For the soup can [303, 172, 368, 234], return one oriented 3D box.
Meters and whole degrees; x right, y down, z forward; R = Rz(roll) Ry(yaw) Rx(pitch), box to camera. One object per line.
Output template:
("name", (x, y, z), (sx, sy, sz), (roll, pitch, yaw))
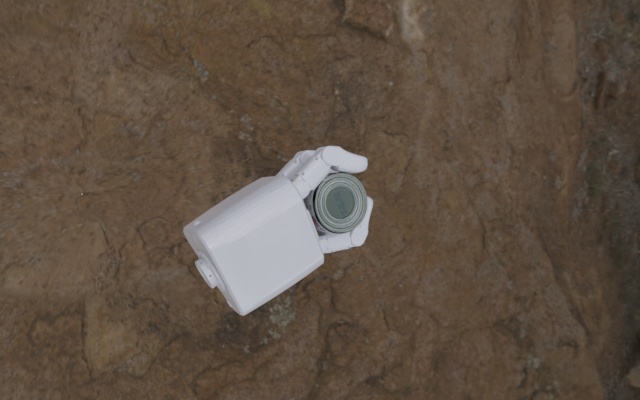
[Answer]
("soup can", (0.001, 0.002, 0.552), (0.068, 0.068, 0.102), (0, 1, -26))
